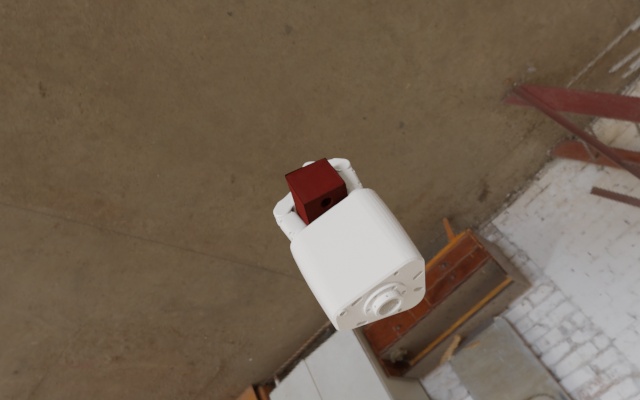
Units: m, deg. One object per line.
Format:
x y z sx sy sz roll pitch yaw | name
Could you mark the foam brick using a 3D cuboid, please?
0.000 0.002 0.543 0.053 0.078 0.051 -26 48 -10 | foam brick
